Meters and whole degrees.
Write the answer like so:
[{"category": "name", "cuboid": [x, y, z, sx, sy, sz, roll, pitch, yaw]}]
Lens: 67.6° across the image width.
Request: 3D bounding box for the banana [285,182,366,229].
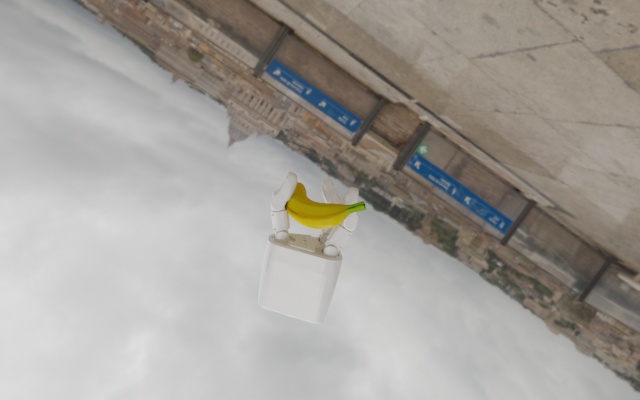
[{"category": "banana", "cuboid": [-0.014, 0.008, 0.693, 0.069, 0.037, 0.197, -18, 20, -26]}]
